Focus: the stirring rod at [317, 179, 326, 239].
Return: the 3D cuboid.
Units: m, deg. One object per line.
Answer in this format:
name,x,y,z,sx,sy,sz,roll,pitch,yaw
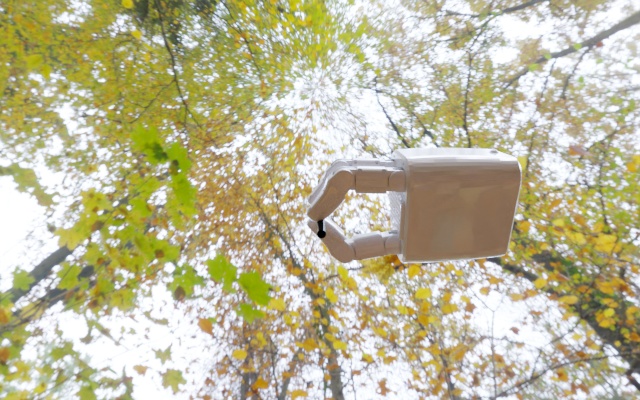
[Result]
stirring rod,0.000,0.002,0.533,0.011,0.011,0.239,0,13,0
